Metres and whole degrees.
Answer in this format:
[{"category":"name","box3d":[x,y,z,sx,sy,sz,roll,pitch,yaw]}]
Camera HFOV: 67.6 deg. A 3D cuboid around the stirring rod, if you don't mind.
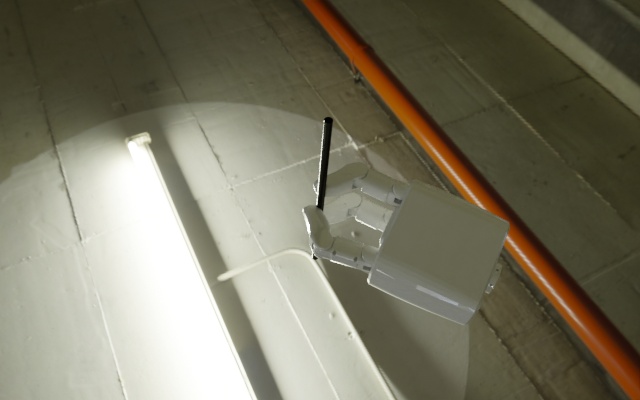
[{"category":"stirring rod","box3d":[0.000,0.002,0.503,0.011,0.011,0.240,0,-35,-4]}]
